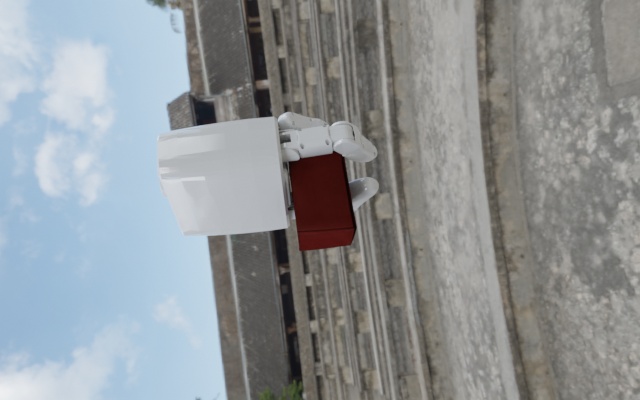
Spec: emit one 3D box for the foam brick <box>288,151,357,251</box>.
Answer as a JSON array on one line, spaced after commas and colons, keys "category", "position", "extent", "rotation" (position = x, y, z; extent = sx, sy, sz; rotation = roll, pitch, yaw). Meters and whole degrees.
[{"category": "foam brick", "position": [0.000, 0.002, 0.441], "extent": [0.051, 0.078, 0.053], "rotation": [-7, -24, -5]}]
